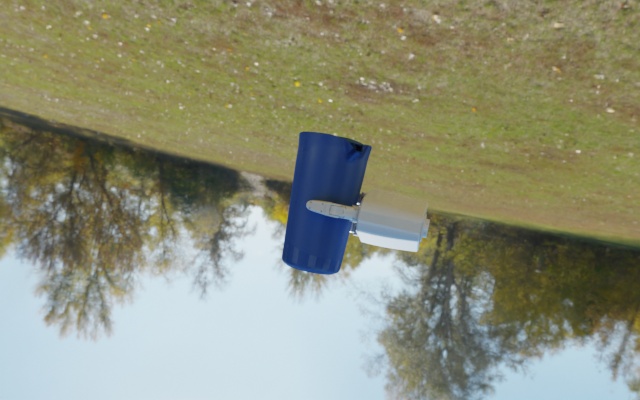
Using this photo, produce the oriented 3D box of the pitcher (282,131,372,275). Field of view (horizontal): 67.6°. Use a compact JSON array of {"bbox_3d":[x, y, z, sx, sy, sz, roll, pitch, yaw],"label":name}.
[{"bbox_3d":[0.000,0.003,0.869,0.145,0.243,0.149,12,0,14],"label":"pitcher"}]
